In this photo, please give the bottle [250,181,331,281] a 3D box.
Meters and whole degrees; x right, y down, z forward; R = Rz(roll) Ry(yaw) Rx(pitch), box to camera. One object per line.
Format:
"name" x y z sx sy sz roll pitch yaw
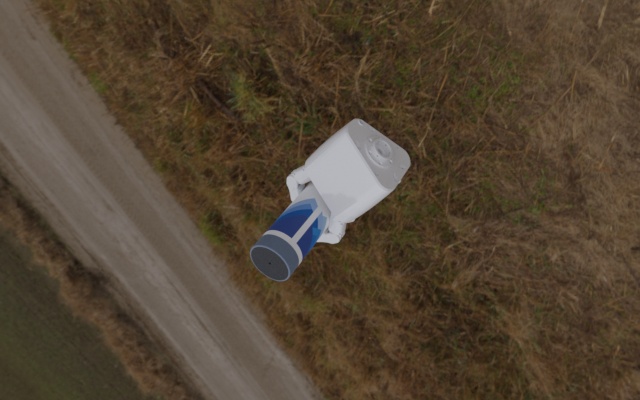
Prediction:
"bottle" 0.000 0.003 0.757 0.069 0.069 0.295 0 35 36
